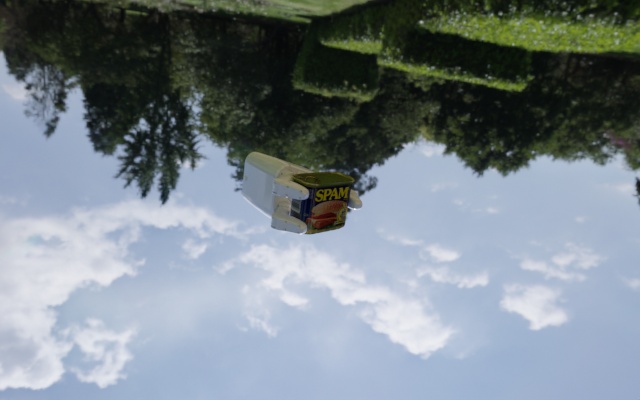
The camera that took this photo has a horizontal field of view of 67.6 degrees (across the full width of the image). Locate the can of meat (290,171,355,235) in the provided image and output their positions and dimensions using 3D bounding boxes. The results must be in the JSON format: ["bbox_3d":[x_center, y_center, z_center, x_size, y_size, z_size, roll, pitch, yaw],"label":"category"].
[{"bbox_3d":[0.000,0.003,0.764,0.102,0.084,0.057,-7,23,-40],"label":"can of meat"}]
